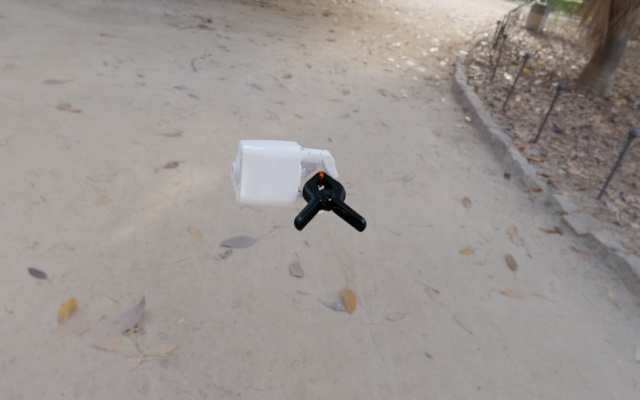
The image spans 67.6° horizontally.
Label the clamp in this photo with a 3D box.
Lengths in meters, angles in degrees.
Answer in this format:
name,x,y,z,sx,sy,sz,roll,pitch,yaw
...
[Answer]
name,x,y,z,sx,sy,sz,roll,pitch,yaw
clamp,0.000,0.002,0.839,0.120,0.039,0.171,2,30,-19
